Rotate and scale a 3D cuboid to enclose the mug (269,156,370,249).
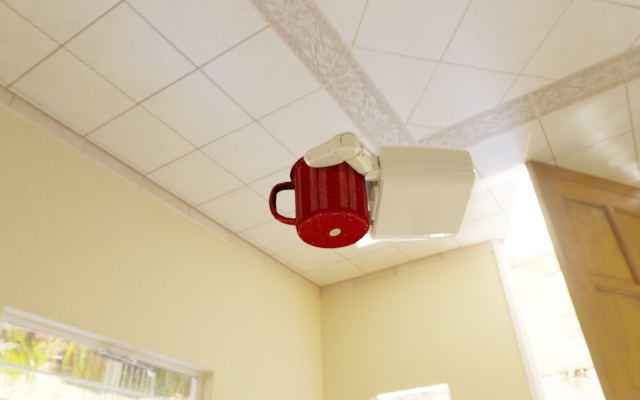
[{"bbox_3d":[-0.001,0.002,0.540,0.117,0.081,0.093,0,-35,-4],"label":"mug"}]
